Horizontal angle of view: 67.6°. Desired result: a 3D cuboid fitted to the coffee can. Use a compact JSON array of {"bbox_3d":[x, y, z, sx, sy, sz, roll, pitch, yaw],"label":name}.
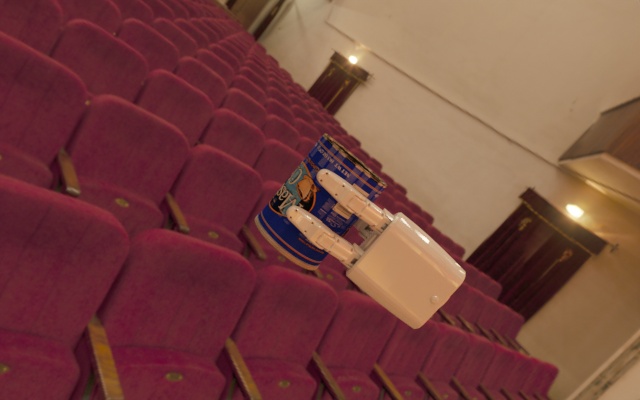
[{"bbox_3d":[0.000,0.002,0.602,0.103,0.140,0.102,39,10,-8],"label":"coffee can"}]
